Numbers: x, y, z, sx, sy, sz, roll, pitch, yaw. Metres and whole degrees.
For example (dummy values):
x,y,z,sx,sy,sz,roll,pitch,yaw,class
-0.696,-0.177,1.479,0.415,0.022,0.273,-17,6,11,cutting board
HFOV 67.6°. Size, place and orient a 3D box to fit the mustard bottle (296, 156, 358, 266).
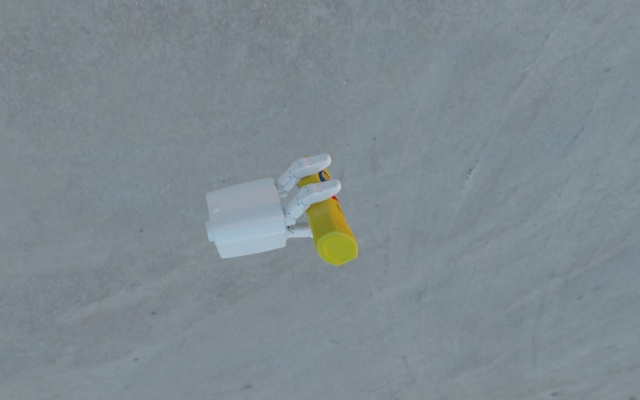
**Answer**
x,y,z,sx,sy,sz,roll,pitch,yaw,class
0.001,0.003,0.750,0.058,0.191,0.096,-27,-38,9,mustard bottle
